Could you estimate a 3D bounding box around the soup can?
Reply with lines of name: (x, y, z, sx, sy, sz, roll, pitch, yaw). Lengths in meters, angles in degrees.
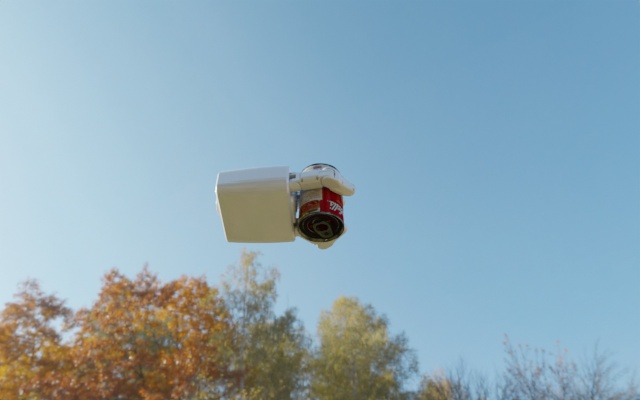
soup can: (0.001, 0.002, 0.716, 0.068, 0.102, 0.069, 0, -42, 0)
